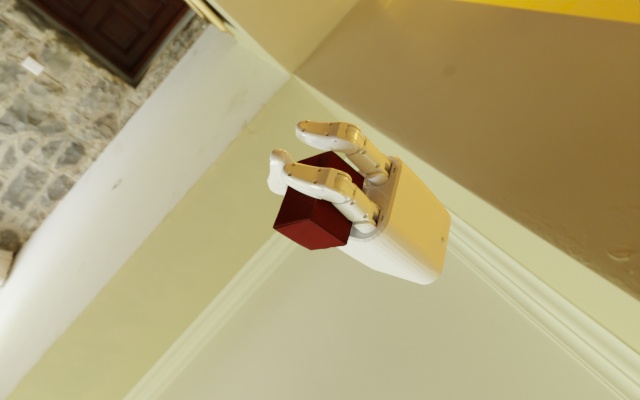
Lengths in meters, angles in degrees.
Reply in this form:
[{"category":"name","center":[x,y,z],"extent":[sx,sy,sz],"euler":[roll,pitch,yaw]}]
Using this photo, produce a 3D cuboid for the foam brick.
[{"category":"foam brick","center":[0.000,0.002,0.453],"extent":[0.053,0.078,0.051],"euler":[-13,-41,45]}]
